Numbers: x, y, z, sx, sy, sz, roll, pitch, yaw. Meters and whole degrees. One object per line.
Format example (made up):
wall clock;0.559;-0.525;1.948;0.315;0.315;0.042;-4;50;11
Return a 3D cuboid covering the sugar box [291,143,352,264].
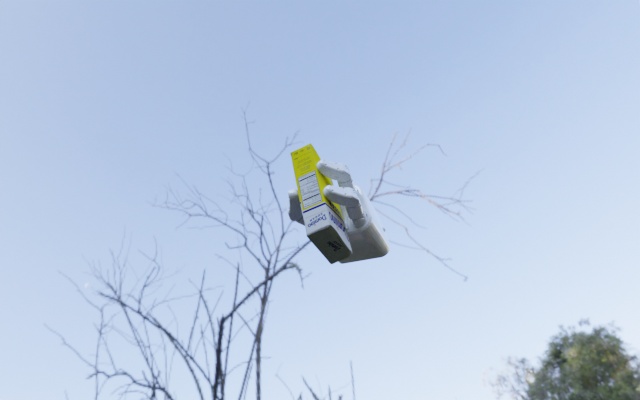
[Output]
sugar box;0.001;0.002;0.753;0.048;0.176;0.093;-26;-41;10
